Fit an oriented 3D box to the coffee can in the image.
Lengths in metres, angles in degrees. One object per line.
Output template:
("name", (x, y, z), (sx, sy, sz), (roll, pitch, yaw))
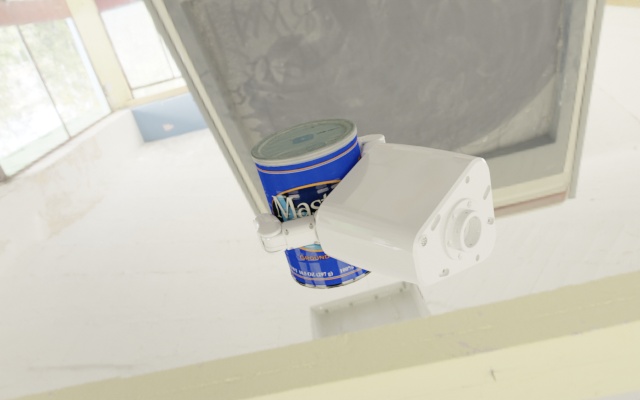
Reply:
("coffee can", (0.000, 0.001, 0.480), (0.103, 0.140, 0.102), (-13, 24, 6))
